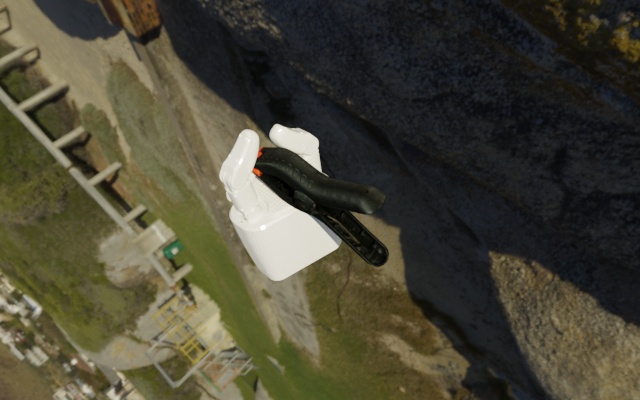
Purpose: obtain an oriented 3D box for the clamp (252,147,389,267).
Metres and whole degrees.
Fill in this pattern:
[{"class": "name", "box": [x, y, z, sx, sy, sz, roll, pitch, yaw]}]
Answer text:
[{"class": "clamp", "box": [0.000, 0.002, 0.470, 0.171, 0.120, 0.039, 30, 61, 35]}]
